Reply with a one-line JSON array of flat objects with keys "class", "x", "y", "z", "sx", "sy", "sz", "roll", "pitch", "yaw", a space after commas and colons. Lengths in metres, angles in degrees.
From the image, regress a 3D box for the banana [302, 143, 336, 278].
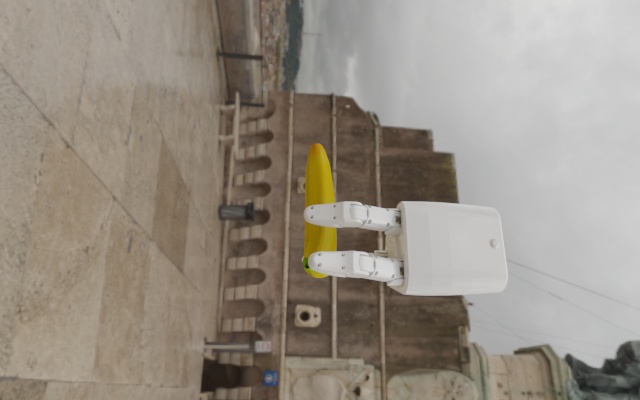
[{"class": "banana", "x": 0.000, "y": 0.018, "z": 0.549, "sx": 0.037, "sy": 0.070, "sz": 0.197, "roll": 0, "pitch": 44, "yaw": -1}]
